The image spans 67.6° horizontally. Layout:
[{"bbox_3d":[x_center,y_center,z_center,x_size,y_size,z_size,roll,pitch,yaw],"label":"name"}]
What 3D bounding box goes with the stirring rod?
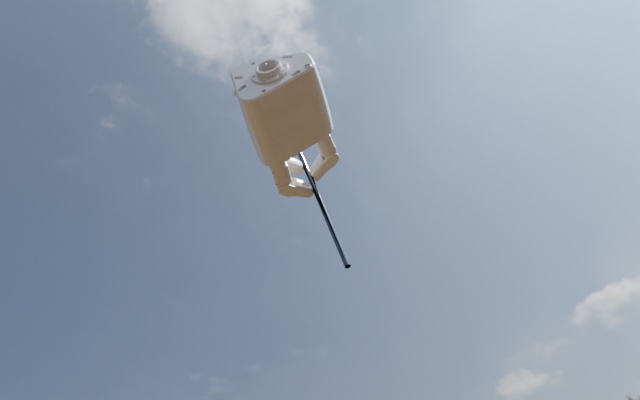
[{"bbox_3d":[0.000,0.002,0.673,0.011,0.011,0.239,0,41,-22],"label":"stirring rod"}]
